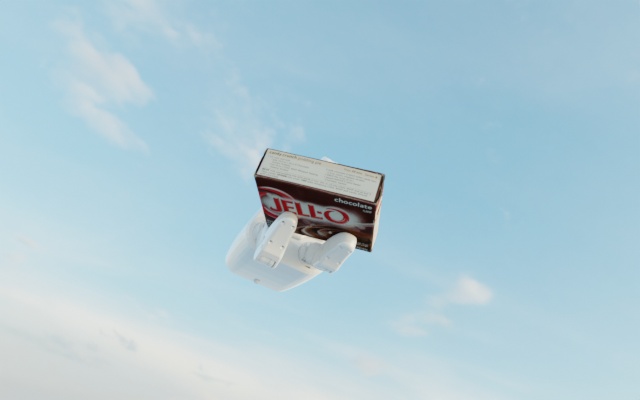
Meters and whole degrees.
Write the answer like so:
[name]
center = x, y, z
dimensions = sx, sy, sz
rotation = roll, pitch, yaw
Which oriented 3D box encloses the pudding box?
[pudding box]
center = 0.000, 0.001, 0.447
dimensions = 0.113, 0.039, 0.090
rotation = 11, -30, 10
